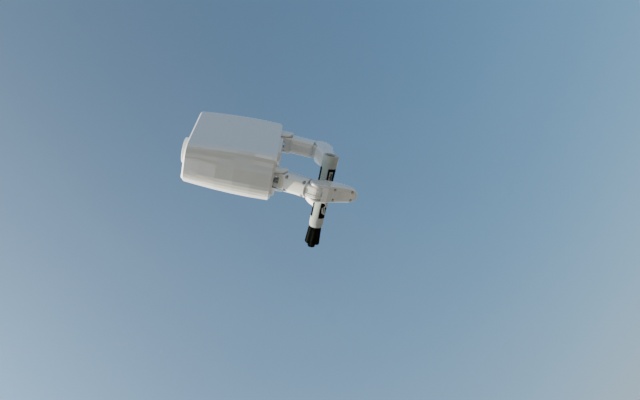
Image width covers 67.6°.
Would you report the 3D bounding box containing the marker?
[{"bbox_3d":[0.000,0.002,0.584,0.020,0.121,0.020,11,19,-4],"label":"marker"}]
